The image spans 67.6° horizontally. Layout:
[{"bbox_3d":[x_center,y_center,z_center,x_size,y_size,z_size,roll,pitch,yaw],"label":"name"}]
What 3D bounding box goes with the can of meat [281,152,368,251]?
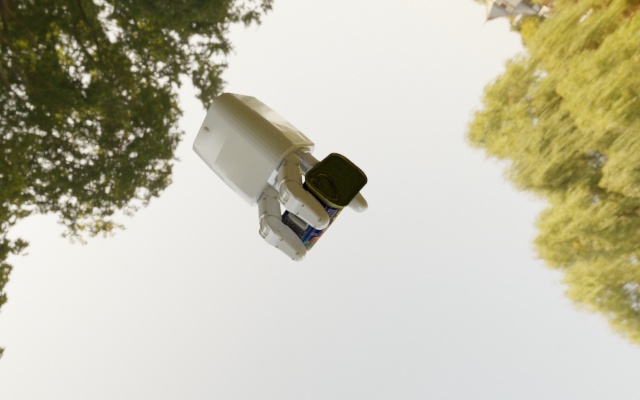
[{"bbox_3d":[0.000,0.002,0.562,0.057,0.084,0.102,39,33,4],"label":"can of meat"}]
